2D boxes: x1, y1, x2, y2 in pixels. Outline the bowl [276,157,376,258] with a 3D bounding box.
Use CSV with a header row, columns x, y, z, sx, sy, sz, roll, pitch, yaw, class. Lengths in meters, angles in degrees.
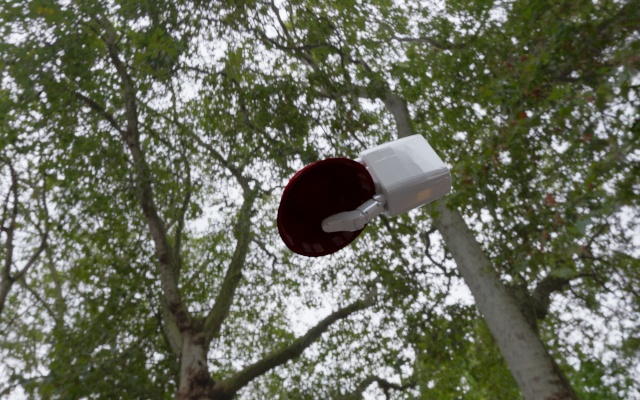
x,y,z,sx,sy,sz,roll,pitch,yaw,class
-0.001,0.002,0.707,0.162,0.162,0.055,0,26,-31,bowl
